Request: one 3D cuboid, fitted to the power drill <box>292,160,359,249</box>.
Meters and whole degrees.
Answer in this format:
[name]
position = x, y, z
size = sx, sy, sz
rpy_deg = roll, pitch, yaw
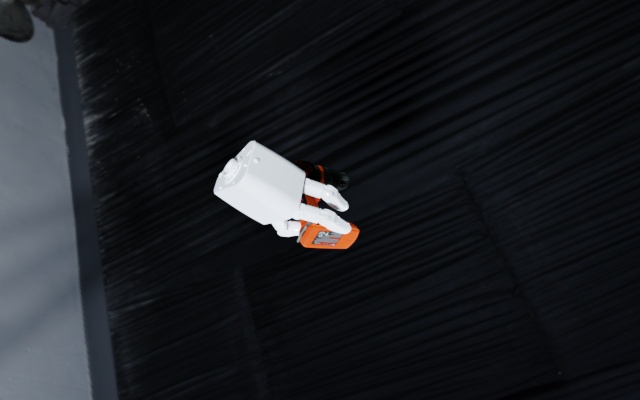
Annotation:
[power drill]
position = 0.000, 0.003, 0.881
size = 0.184, 0.057, 0.187
rpy_deg = 4, 41, -32
